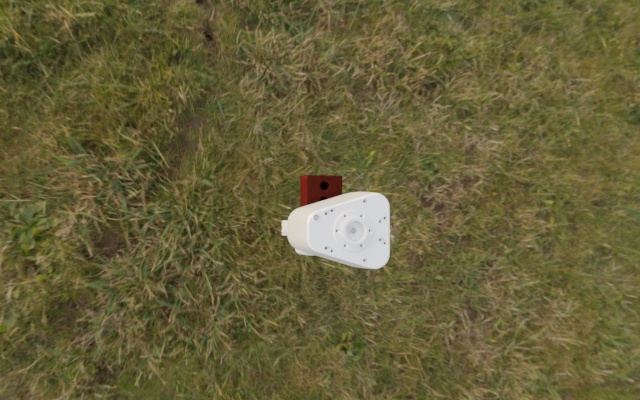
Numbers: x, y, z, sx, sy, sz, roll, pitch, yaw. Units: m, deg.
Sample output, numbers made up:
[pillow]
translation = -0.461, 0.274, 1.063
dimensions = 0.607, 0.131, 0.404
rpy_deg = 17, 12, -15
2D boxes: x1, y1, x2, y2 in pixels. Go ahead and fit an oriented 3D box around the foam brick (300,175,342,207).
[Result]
[foam brick]
translation = 0.000, 0.002, 0.691
dimensions = 0.053, 0.078, 0.051
rpy_deg = 0, -2, -14
